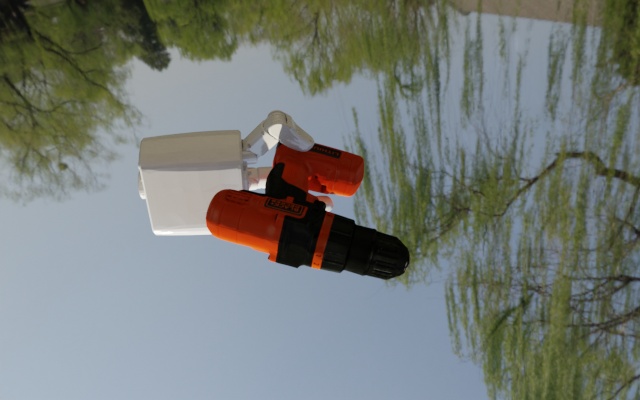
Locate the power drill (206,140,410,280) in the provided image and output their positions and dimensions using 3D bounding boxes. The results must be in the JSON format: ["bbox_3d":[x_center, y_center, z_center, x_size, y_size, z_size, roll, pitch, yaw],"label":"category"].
[{"bbox_3d":[0.000,0.001,0.485,0.184,0.057,0.187,16,26,2],"label":"power drill"}]
